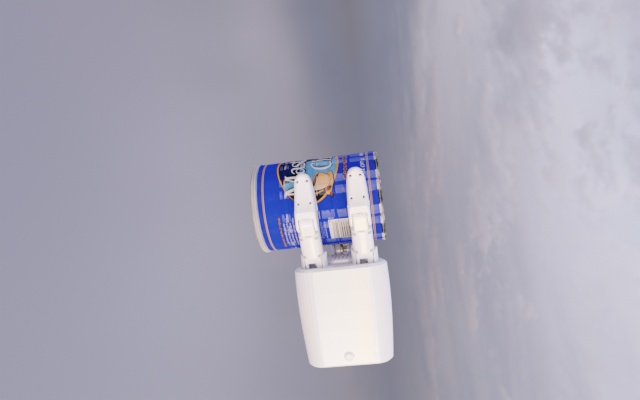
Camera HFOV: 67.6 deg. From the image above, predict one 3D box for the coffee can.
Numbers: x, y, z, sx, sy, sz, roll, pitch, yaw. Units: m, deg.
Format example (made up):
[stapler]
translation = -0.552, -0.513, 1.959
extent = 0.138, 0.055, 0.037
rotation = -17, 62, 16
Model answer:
[coffee can]
translation = 0.000, 0.002, 0.552
extent = 0.140, 0.103, 0.103
rotation = -6, -1, 6
